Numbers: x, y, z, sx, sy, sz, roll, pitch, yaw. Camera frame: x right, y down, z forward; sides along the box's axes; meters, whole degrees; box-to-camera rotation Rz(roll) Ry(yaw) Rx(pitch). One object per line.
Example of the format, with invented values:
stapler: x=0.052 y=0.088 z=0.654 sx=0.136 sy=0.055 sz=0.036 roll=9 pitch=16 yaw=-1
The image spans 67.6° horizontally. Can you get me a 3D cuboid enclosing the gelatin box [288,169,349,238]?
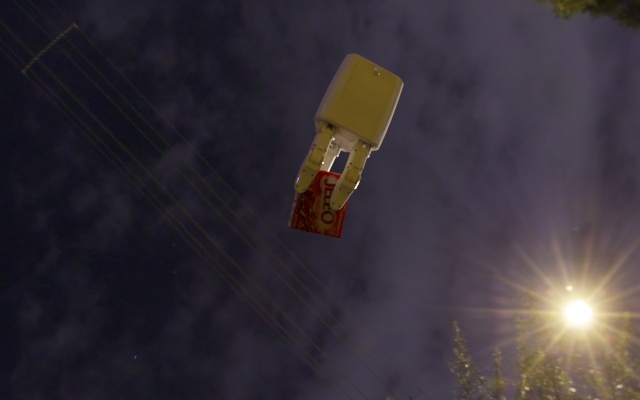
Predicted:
gelatin box: x=0.000 y=0.003 z=0.669 sx=0.073 sy=0.089 sz=0.030 roll=12 pitch=0 yaw=-12
